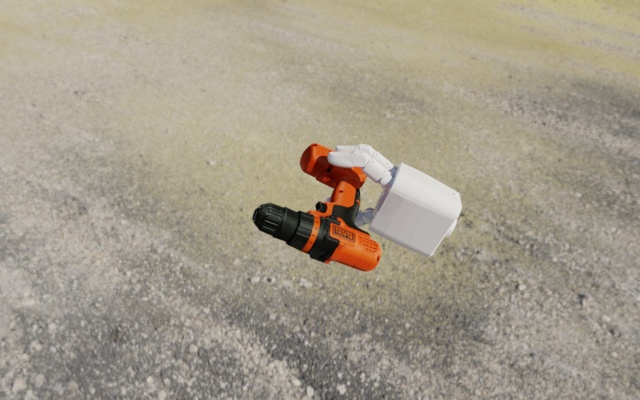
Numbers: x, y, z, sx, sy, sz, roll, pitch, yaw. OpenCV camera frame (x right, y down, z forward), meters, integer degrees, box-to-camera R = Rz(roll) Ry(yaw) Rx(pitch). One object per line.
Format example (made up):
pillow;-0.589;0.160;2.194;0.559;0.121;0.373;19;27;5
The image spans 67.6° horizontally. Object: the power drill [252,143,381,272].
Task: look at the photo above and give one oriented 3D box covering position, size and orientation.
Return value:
power drill;0.000;0.002;0.687;0.184;0.187;0.057;24;-47;-18
